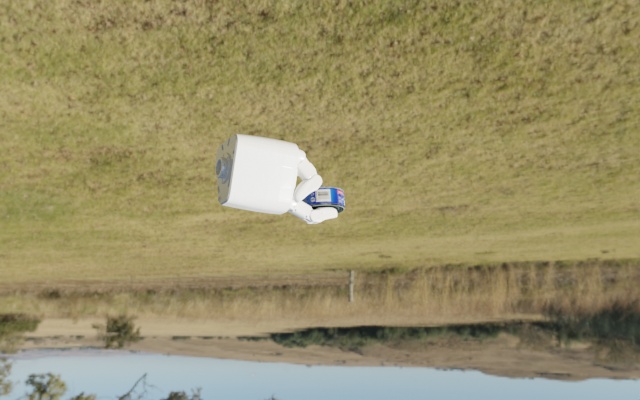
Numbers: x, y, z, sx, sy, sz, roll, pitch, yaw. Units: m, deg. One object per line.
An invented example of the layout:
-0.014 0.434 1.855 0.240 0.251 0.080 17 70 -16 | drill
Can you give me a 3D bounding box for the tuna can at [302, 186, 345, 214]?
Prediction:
0.000 0.003 0.844 0.086 0.033 0.086 -4 -15 -1 | tuna can
